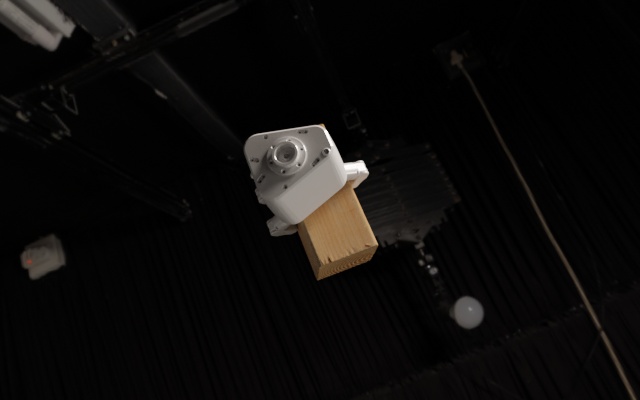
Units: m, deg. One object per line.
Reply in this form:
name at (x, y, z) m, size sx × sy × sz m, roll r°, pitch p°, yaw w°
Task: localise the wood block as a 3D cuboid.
wood block at (0.000, 0.002, 0.724) m, size 0.091 × 0.206 × 0.090 m, roll -19°, pitch -19°, yaw -9°
